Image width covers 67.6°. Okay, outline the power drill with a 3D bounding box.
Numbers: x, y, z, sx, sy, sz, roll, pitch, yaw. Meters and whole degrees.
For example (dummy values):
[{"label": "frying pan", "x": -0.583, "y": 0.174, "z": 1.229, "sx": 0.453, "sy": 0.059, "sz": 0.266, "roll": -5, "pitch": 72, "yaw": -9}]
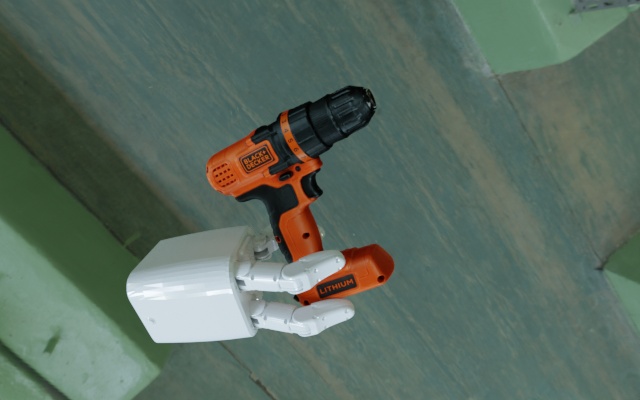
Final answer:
[{"label": "power drill", "x": 0.000, "y": 0.002, "z": 0.470, "sx": 0.184, "sy": 0.188, "sz": 0.057, "roll": -23, "pitch": 10, "yaw": 25}]
